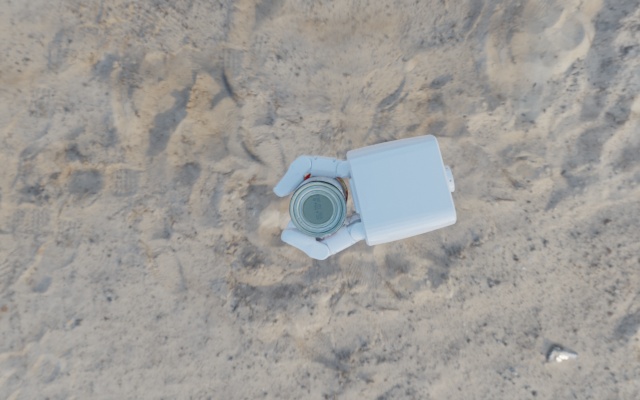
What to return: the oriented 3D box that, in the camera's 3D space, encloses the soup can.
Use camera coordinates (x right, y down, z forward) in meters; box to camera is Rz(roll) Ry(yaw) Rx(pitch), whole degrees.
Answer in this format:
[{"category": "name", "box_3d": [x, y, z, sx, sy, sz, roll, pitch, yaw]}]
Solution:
[{"category": "soup can", "box_3d": [0.000, 0.002, 0.585, 0.068, 0.068, 0.102, 0, 10, 3]}]
